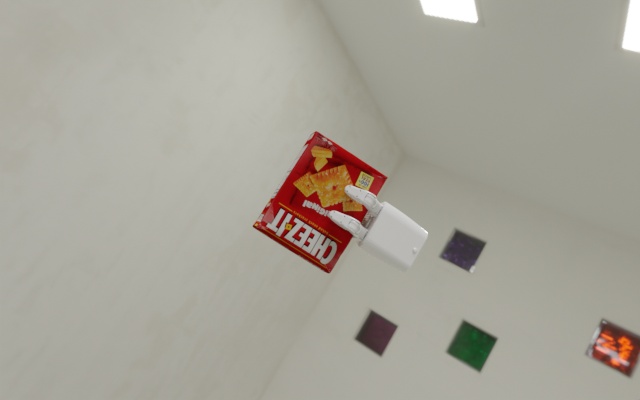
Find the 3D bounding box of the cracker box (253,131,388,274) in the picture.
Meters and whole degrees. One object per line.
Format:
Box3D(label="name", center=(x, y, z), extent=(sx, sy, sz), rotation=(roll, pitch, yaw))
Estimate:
Box3D(label="cracker box", center=(0.000, 0.003, 0.895), extent=(0.164, 0.213, 0.072), rotation=(33, -8, -9))
